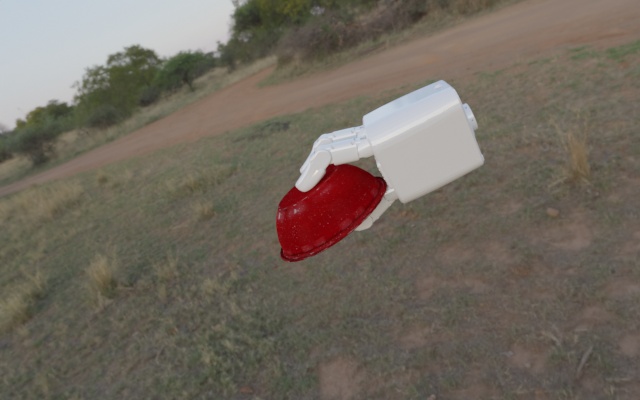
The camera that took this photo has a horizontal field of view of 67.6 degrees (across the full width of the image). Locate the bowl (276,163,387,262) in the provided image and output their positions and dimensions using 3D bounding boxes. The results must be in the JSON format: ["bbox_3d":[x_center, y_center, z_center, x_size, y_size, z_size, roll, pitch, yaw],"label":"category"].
[{"bbox_3d":[-0.001,0.002,0.589,0.162,0.055,0.162,-34,16,11],"label":"bowl"}]
